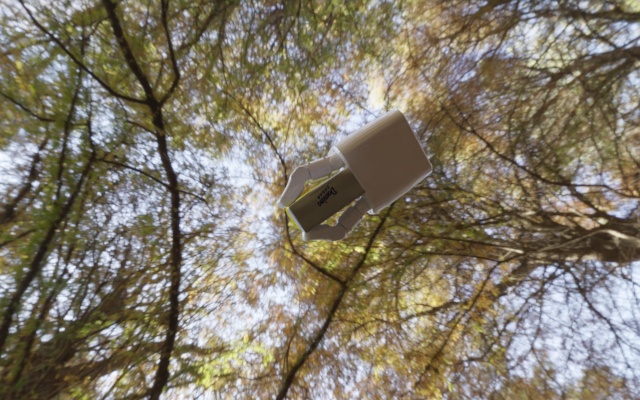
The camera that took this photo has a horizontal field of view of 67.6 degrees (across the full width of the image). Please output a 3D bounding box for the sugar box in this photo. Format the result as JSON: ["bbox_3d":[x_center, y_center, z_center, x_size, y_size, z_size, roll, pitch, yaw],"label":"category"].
[{"bbox_3d":[0.000,0.002,0.665,0.093,0.048,0.176,-34,-1,-6],"label":"sugar box"}]
